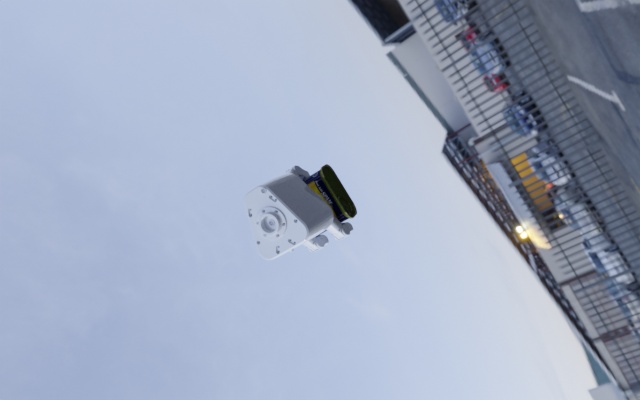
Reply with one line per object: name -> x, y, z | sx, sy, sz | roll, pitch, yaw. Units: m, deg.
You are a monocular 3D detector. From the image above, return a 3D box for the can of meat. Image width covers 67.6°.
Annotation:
can of meat -> 0.000, 0.003, 0.826 | 0.084, 0.102, 0.057 | -30, 4, 22
